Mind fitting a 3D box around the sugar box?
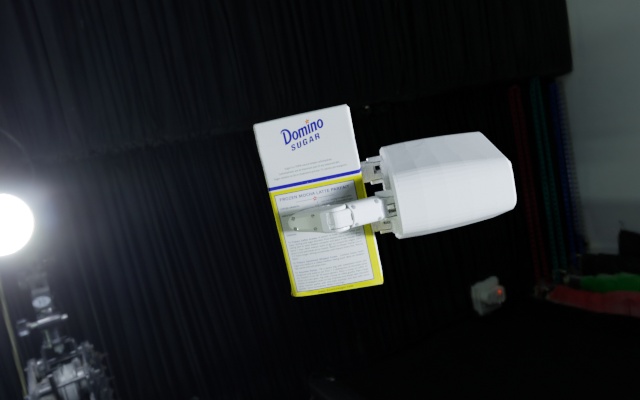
[{"bbox_3d":[0.000,0.002,0.474,0.093,0.176,0.048,-10,7,7],"label":"sugar box"}]
